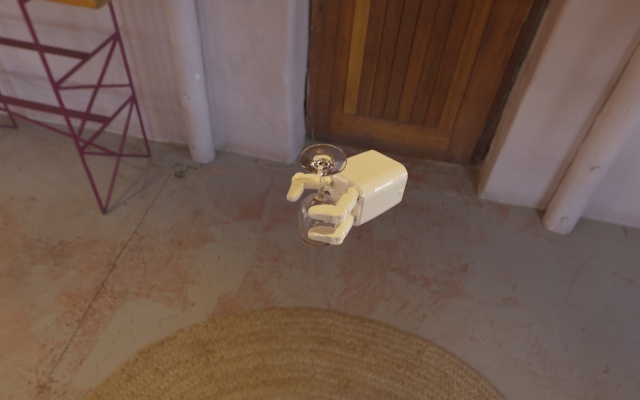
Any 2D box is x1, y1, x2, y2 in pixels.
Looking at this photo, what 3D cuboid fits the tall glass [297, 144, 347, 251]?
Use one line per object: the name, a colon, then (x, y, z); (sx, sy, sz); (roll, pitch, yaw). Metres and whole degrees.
tall glass: (0.000, 0.002, 0.825); (0.079, 0.079, 0.201); (0, -43, -5)
